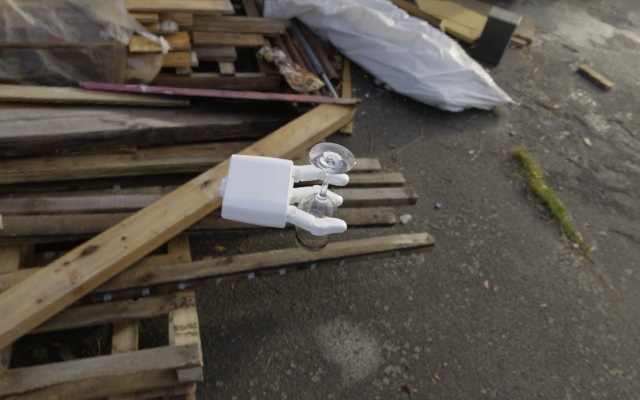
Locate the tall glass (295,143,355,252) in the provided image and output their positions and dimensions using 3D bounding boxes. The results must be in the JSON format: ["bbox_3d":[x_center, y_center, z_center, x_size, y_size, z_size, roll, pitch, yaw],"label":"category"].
[{"bbox_3d":[0.000,0.002,0.814,0.079,0.079,0.201,0,-44,-14],"label":"tall glass"}]
